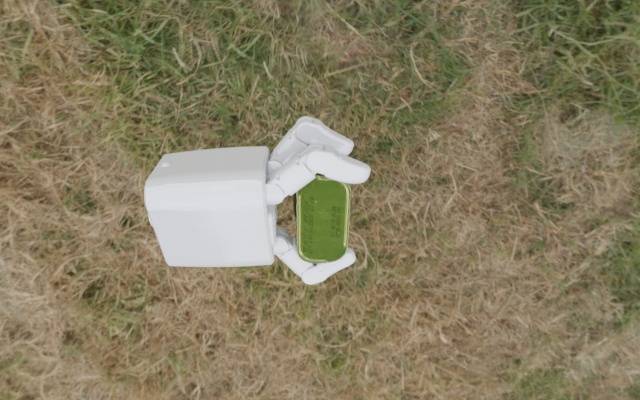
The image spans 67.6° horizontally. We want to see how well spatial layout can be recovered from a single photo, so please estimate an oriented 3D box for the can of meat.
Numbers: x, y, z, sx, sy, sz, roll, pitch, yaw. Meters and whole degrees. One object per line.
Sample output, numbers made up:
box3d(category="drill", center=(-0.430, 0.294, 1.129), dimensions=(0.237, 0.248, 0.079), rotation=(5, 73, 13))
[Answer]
box3d(category="can of meat", center=(0.000, 0.002, 0.488), dimensions=(0.057, 0.102, 0.084), rotation=(-1, 27, -3))
